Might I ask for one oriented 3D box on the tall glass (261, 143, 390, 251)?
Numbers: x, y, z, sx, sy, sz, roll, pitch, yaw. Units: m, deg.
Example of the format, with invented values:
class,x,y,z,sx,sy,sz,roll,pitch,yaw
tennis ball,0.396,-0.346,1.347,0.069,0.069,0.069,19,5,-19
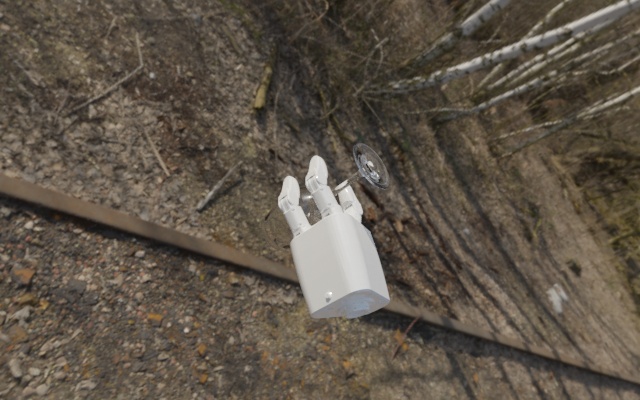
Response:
class,x,y,z,sx,sy,sz,roll,pitch,yaw
tall glass,0.001,0.002,0.696,0.201,0.079,0.079,-35,-20,31
